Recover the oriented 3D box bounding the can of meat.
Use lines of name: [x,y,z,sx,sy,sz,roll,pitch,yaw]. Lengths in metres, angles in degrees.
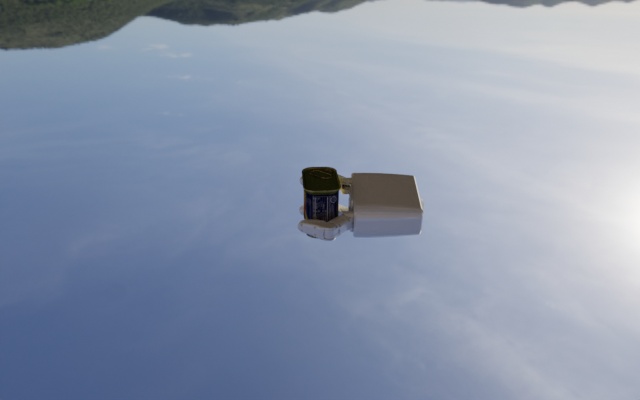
can of meat: [0.000,0.003,0.762,0.057,0.084,0.102,-2,25,-4]
